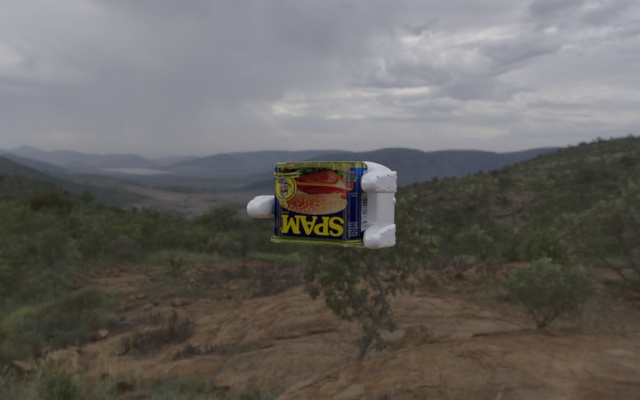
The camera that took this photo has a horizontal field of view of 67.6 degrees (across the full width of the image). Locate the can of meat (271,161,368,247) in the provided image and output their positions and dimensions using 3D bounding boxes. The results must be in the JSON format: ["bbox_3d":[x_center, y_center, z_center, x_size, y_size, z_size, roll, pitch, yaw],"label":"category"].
[{"bbox_3d":[0.000,0.001,0.500,0.102,0.084,0.057,2,4,23],"label":"can of meat"}]
